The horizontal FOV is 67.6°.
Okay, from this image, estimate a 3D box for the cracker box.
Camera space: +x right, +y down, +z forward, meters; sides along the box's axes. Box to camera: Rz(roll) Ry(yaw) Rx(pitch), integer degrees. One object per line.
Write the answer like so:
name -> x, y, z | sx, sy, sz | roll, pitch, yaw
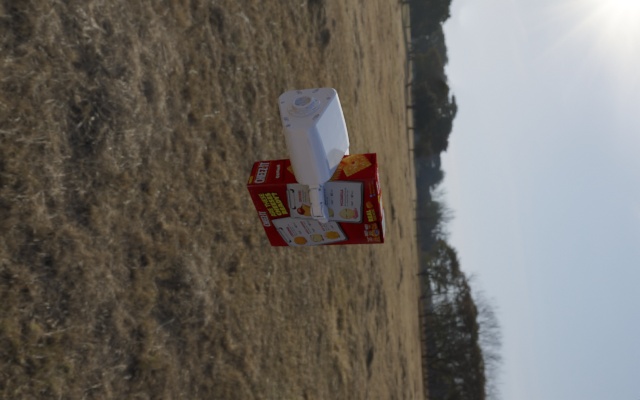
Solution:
cracker box -> 0.000, 0.003, 0.836 | 0.214, 0.072, 0.164 | -3, -44, 13
